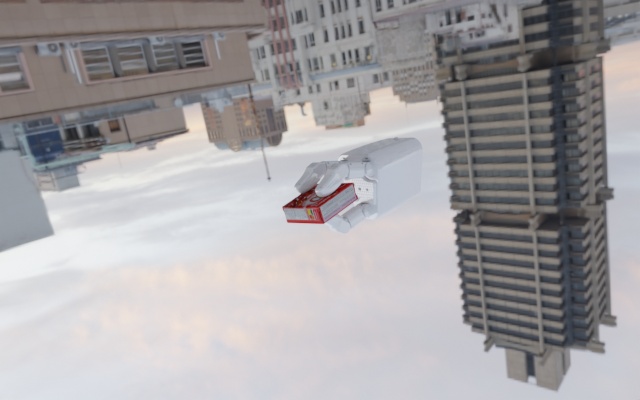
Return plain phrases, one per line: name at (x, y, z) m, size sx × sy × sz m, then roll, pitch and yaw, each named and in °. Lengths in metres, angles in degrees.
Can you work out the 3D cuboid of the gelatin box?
gelatin box at (0.000, 0.003, 0.701) m, size 0.073 × 0.030 × 0.089 m, roll 0°, pitch 25°, yaw 42°
